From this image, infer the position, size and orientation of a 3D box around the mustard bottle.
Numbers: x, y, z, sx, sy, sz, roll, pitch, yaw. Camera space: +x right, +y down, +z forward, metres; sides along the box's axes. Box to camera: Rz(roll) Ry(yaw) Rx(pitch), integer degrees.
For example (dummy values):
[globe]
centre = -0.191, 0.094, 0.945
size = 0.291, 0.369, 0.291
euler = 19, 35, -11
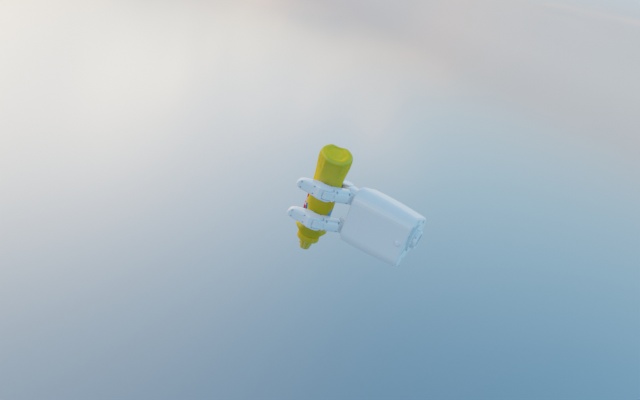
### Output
[mustard bottle]
centre = 0.000, 0.002, 0.835
size = 0.058, 0.192, 0.096
euler = 18, 24, -2
